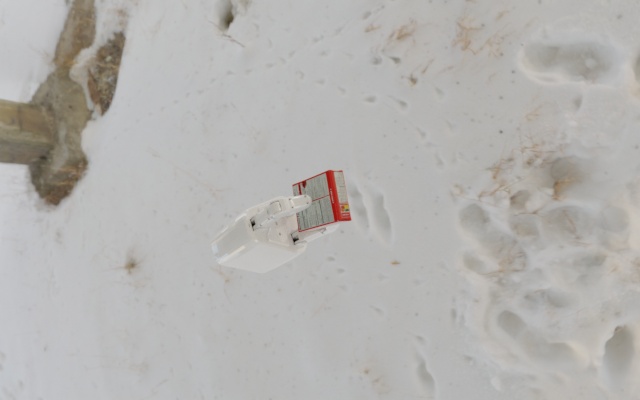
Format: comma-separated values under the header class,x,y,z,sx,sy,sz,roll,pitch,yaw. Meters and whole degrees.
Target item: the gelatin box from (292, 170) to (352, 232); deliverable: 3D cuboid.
class,x,y,z,sx,sy,sz,roll,pitch,yaw
gelatin box,0.000,0.002,0.686,0.030,0.073,0.089,-2,-12,-42
